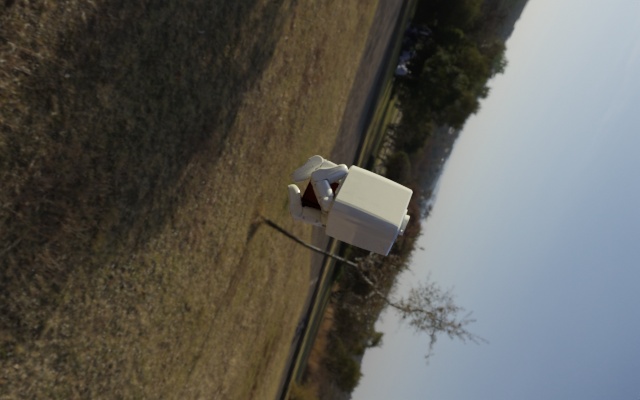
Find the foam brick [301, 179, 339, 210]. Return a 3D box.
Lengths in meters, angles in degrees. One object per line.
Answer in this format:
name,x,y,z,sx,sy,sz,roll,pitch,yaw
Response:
foam brick,0.000,0.003,0.803,0.051,0.053,0.078,21,-24,7
